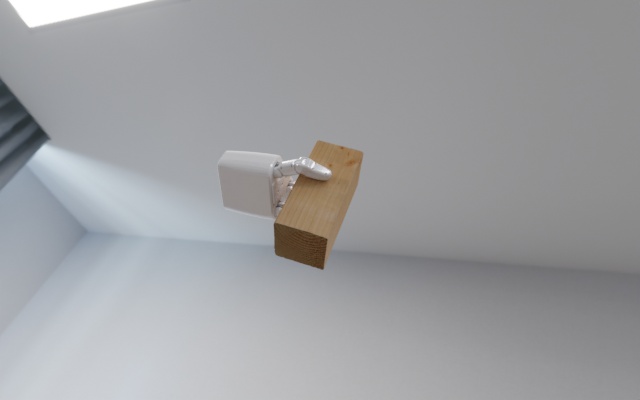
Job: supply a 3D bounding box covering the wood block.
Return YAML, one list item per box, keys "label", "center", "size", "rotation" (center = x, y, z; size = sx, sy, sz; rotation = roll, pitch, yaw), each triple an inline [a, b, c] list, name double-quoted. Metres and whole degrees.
- label: "wood block"
  center: [0.000, 0.002, 0.824]
  size: [0.090, 0.206, 0.091]
  rotation: [16, -40, 10]
